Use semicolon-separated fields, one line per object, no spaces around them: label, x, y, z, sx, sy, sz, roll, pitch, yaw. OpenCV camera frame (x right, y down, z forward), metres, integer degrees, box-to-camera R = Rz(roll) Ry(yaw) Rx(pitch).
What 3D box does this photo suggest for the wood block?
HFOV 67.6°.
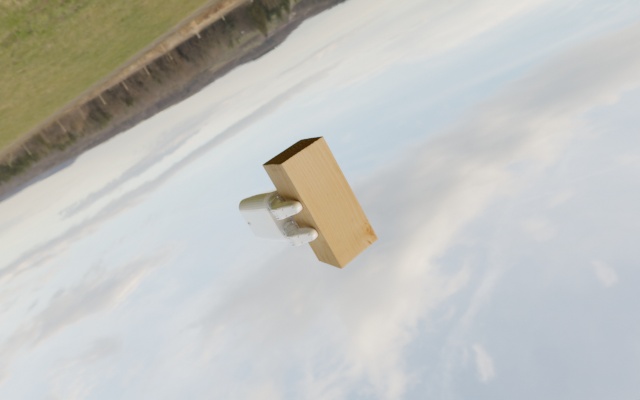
wood block;0.000;0.003;0.824;0.091;0.206;0.090;-37;19;-21
